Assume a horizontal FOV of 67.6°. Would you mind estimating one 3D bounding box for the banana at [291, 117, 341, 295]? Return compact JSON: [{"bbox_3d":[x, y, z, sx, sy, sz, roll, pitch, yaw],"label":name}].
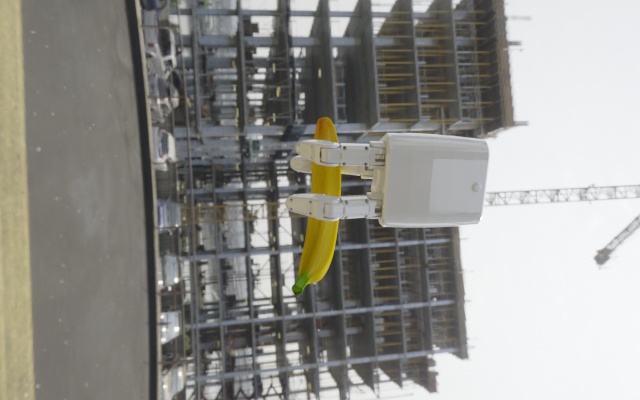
[{"bbox_3d":[0.002,0.008,0.547,0.037,0.197,0.069,6,-7,9],"label":"banana"}]
